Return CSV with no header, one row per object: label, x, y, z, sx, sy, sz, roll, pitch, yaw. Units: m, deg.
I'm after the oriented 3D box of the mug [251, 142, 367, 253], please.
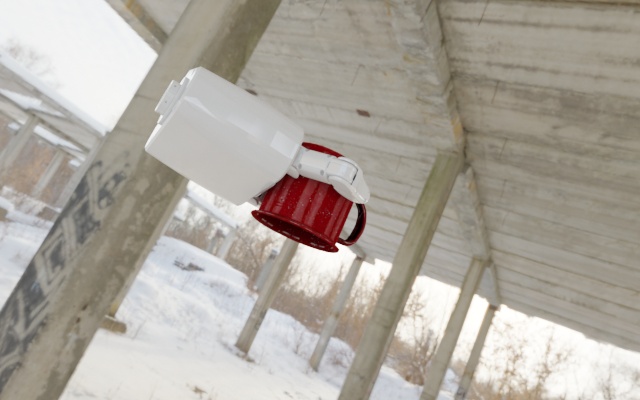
mug,0.001,0.002,0.474,0.117,0.081,0.093,31,-15,-25
